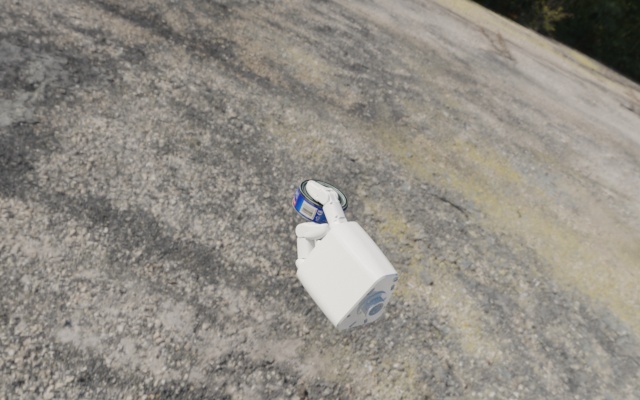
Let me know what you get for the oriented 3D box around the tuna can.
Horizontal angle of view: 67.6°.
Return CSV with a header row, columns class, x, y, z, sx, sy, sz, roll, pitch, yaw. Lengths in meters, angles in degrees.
class,x,y,z,sx,sy,sz,roll,pitch,yaw
tuna can,0.000,0.002,0.760,0.086,0.034,0.086,18,29,-10
